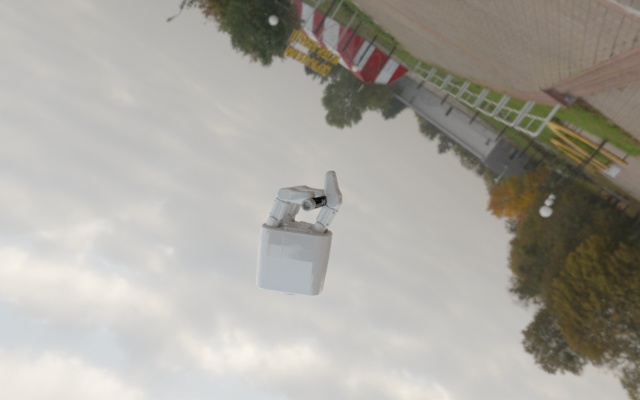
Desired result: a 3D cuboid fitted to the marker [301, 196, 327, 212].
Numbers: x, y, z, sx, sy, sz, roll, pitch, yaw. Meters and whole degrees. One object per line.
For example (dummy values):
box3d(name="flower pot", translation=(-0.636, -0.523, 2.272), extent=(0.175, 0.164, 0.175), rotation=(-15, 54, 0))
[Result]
box3d(name="marker", translation=(0.000, 0.002, 0.765), extent=(0.020, 0.020, 0.121), rotation=(0, 5, 20))
